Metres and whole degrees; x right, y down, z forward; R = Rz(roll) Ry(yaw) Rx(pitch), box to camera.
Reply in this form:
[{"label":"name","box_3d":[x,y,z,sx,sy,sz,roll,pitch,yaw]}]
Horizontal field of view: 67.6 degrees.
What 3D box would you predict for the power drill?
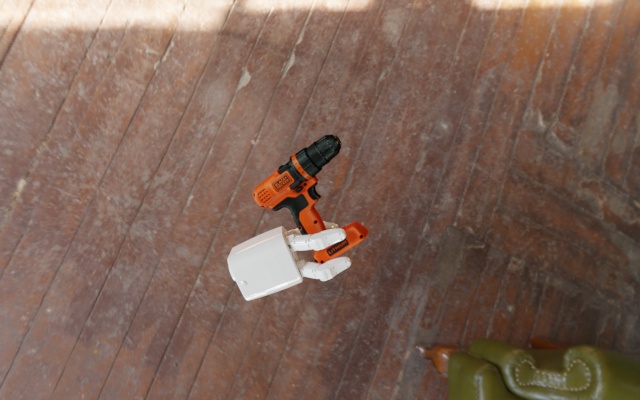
[{"label":"power drill","box_3d":[0.000,0.003,0.829,0.184,0.187,0.057,-36,2,19]}]
